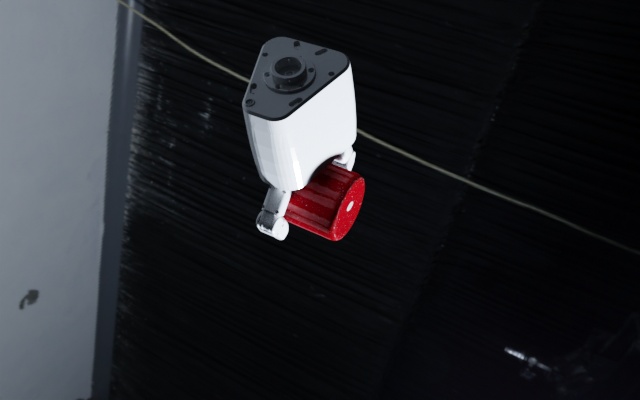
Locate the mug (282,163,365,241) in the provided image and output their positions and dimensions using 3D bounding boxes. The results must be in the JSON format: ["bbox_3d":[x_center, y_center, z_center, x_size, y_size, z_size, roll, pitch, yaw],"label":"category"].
[{"bbox_3d":[0.000,0.003,0.564,0.081,0.093,0.117,22,-26,19],"label":"mug"}]
